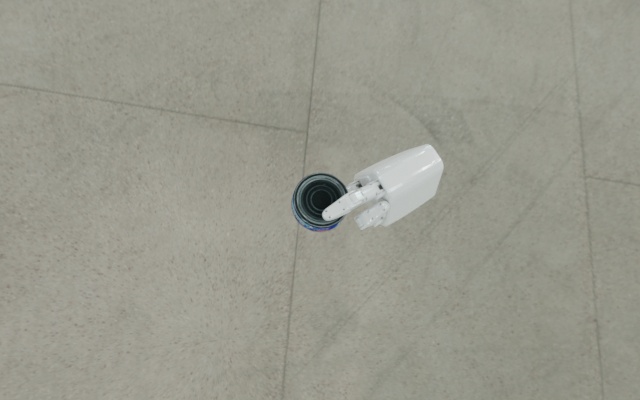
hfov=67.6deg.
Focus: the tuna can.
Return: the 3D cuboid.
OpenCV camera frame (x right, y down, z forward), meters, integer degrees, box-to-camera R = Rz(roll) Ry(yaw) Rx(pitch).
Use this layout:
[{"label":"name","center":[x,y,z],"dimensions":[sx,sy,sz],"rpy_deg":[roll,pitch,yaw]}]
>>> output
[{"label":"tuna can","center":[0.000,0.002,0.712],"dimensions":[0.086,0.086,0.034],"rpy_deg":[0,-13,-7]}]
